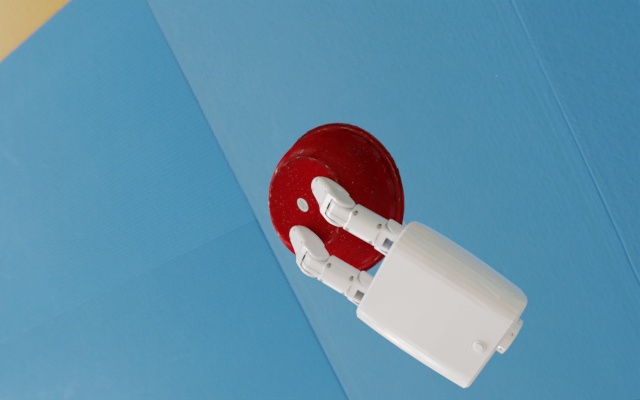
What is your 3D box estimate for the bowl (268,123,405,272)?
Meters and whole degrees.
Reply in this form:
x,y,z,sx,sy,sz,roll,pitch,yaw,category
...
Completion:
x,y,z,sx,sy,sz,roll,pitch,yaw,category
-0.001,0.001,0.481,0.162,0.162,0.055,0,4,36,bowl
